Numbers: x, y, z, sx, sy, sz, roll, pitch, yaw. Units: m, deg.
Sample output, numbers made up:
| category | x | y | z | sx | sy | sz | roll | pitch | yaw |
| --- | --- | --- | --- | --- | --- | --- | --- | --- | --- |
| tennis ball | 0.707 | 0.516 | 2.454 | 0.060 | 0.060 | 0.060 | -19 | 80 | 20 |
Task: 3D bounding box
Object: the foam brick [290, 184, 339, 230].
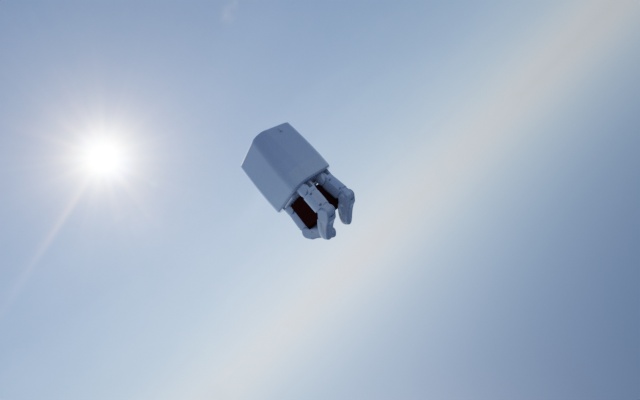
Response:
| category | x | y | z | sx | sy | sz | roll | pitch | yaw |
| --- | --- | --- | --- | --- | --- | --- | --- | --- | --- |
| foam brick | 0.000 | 0.003 | 0.799 | 0.053 | 0.051 | 0.078 | -41 | -5 | 37 |
